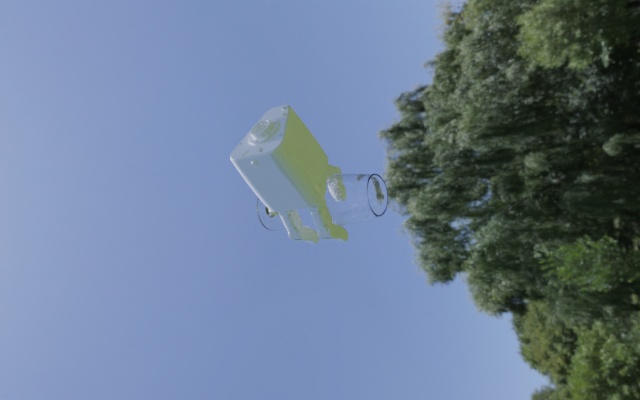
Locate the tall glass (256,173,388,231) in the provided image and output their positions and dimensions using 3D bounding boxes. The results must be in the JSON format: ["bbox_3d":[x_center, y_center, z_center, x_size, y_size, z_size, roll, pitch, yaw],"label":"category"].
[{"bbox_3d":[0.000,0.003,0.732,0.201,0.079,0.079,-7,-4,34],"label":"tall glass"}]
